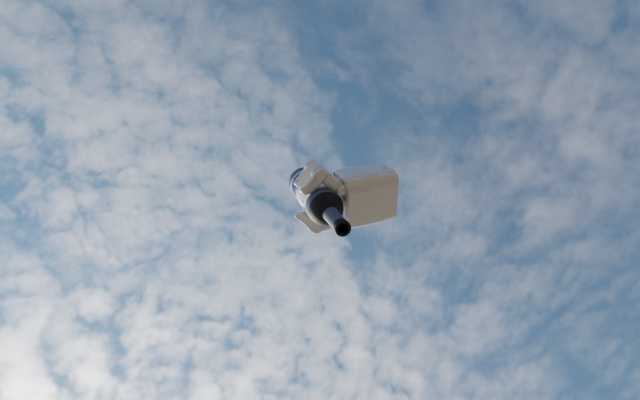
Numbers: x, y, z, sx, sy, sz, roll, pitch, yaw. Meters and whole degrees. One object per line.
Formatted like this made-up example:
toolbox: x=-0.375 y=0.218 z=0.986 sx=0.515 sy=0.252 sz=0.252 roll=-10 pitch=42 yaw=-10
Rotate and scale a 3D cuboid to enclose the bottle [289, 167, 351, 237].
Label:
bottle: x=0.000 y=0.003 z=0.898 sx=0.069 sy=0.069 sz=0.295 roll=0 pitch=17 yaw=-15
